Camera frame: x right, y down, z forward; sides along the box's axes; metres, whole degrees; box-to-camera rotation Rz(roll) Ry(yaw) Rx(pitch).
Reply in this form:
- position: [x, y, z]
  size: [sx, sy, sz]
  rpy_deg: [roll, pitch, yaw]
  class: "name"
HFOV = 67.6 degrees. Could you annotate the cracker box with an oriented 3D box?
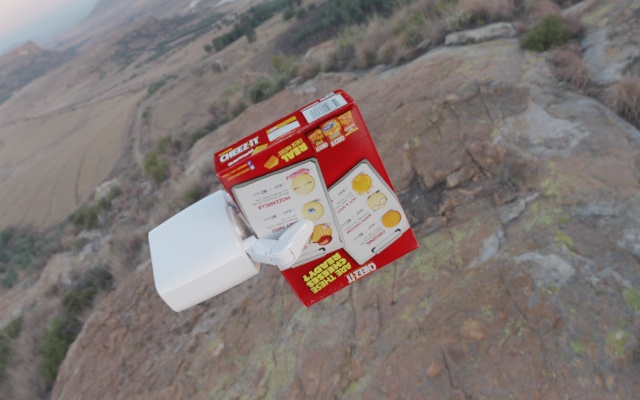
- position: [0.000, 0.002, 0.563]
  size: [0.164, 0.214, 0.072]
  rpy_deg: [-28, 31, 1]
  class: "cracker box"
